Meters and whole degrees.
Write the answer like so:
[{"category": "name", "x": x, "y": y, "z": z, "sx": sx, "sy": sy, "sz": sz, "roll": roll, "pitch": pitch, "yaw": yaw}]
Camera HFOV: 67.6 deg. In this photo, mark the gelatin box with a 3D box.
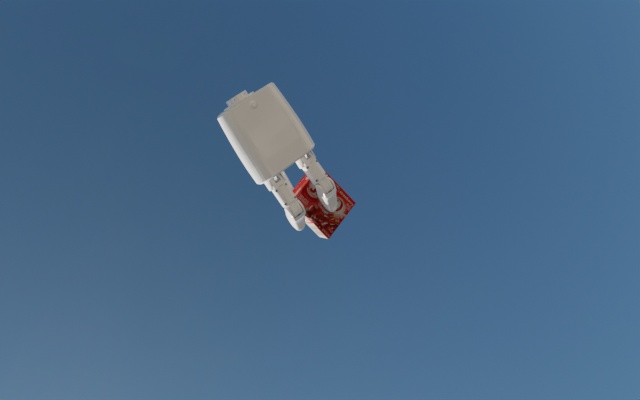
[{"category": "gelatin box", "x": 0.000, "y": 0.003, "z": 0.720, "sx": 0.089, "sy": 0.073, "sz": 0.030, "roll": 46, "pitch": -19, "yaw": -25}]
